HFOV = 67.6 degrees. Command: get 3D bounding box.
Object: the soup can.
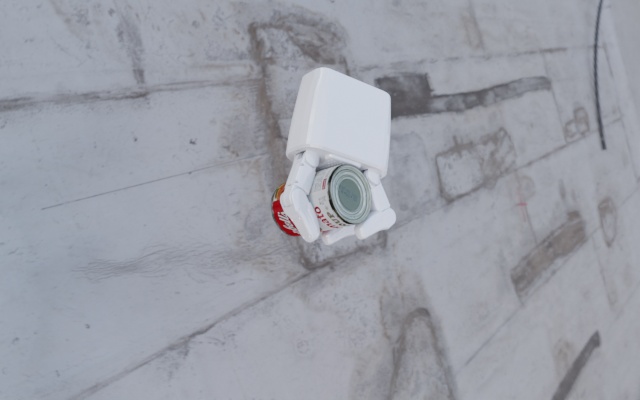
[{"bbox_3d":[0.000,0.002,0.547,0.068,0.068,0.102,0,-10,-43],"label":"soup can"}]
